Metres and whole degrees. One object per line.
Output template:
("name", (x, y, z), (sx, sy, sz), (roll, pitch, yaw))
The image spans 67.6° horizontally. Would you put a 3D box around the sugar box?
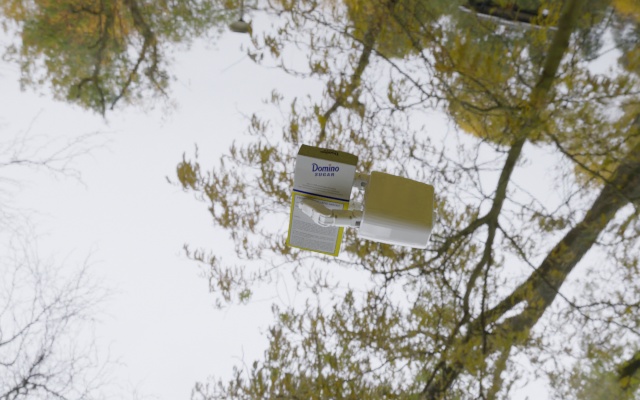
("sugar box", (0.000, 0.002, 0.764), (0.093, 0.176, 0.048), (12, 30, 3))
